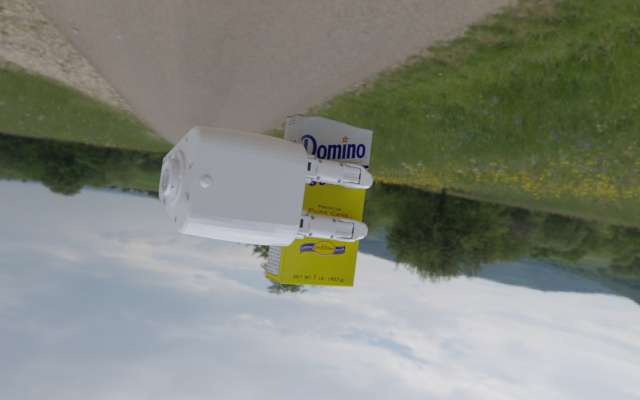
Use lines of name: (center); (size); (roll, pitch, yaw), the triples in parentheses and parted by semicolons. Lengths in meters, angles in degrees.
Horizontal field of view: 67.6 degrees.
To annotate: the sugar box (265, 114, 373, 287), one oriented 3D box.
sugar box: (0.000, 0.002, 0.519); (0.093, 0.176, 0.048); (8, 0, -30)
